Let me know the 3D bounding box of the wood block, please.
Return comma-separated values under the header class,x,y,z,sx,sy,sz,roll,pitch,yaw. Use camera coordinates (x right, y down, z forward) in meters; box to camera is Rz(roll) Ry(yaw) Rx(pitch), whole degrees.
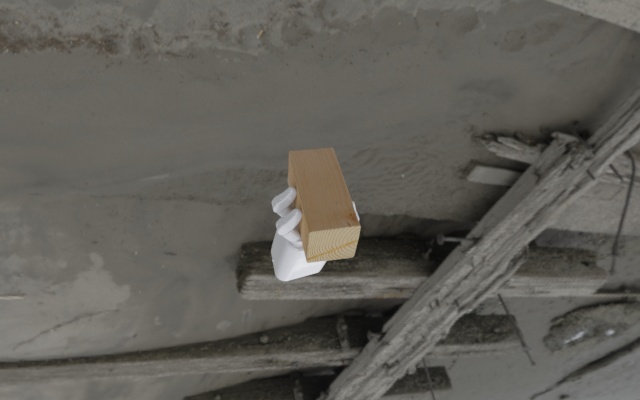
class,x,y,z,sx,sy,sz,roll,pitch,yaw
wood block,0.000,0.003,0.889,0.091,0.206,0.090,-6,-43,-12
